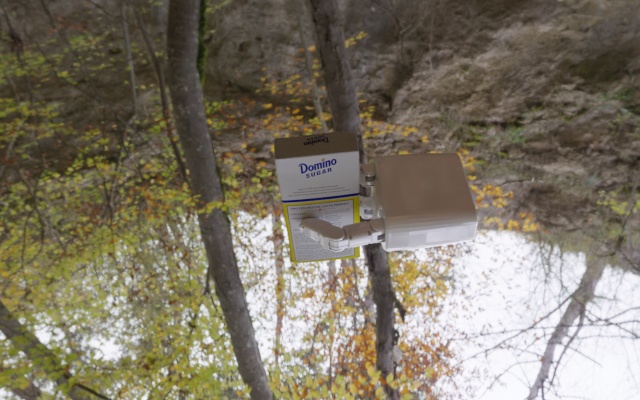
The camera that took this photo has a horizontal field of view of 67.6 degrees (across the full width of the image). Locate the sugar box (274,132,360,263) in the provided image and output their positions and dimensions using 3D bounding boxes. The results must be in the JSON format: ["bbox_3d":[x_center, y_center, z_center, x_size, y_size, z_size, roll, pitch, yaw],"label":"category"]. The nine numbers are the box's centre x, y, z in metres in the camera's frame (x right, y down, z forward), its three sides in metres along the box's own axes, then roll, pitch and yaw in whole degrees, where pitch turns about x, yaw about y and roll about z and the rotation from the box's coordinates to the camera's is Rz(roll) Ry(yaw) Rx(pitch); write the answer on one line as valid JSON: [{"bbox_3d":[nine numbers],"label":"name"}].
[{"bbox_3d":[0.000,0.002,0.578,0.093,0.176,0.048,-5,41,-1],"label":"sugar box"}]
